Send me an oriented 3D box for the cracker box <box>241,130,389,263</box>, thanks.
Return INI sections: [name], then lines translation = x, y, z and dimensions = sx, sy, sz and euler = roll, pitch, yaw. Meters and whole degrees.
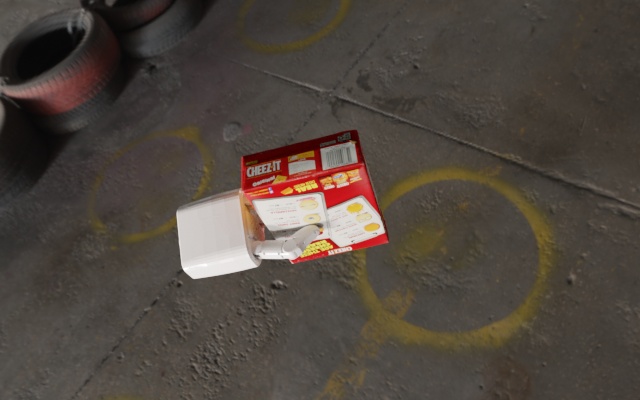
[cracker box]
translation = 0.000, 0.002, 0.699
dimensions = 0.164, 0.072, 0.214
euler = -13, -35, 9
